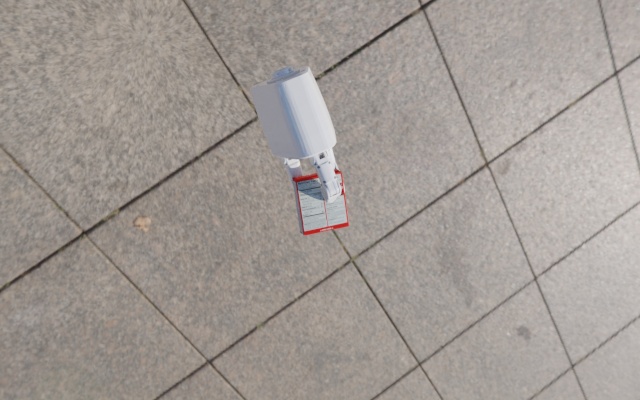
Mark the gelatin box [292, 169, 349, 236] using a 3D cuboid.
[{"bbox_3d":[0.000,0.003,0.723,0.073,0.089,0.030,-12,13,-14],"label":"gelatin box"}]
